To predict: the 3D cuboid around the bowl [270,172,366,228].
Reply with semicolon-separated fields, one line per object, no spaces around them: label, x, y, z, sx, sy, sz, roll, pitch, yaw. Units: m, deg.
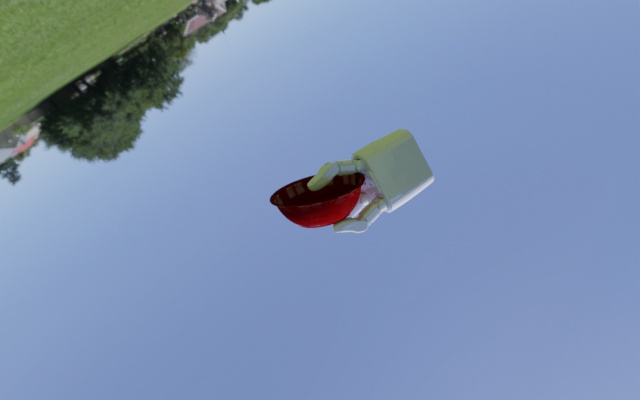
bowl;-0.001;0.003;0.794;0.162;0.055;0.162;-12;18;4
